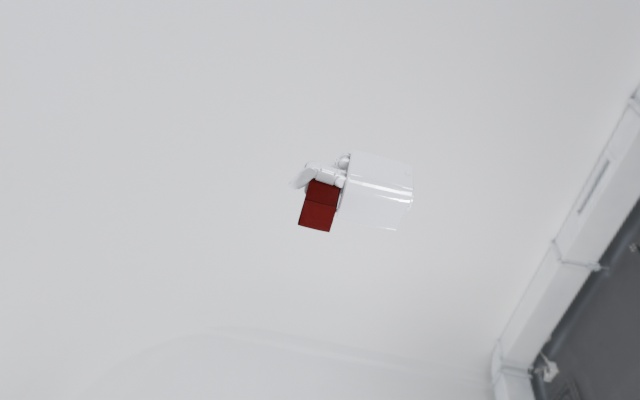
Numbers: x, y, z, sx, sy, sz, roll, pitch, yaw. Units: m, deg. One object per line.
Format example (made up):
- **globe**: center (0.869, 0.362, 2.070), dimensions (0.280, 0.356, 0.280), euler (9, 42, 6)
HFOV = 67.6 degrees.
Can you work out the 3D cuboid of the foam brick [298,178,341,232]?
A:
- **foam brick**: center (0.000, 0.003, 0.744), dimensions (0.051, 0.053, 0.078), euler (16, 37, -2)
